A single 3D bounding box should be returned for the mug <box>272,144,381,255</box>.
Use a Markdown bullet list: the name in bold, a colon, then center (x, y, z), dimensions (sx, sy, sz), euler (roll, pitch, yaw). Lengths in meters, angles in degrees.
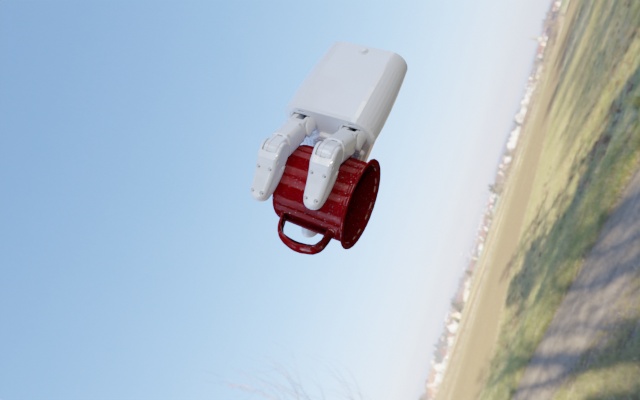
- **mug**: center (-0.001, 0.003, 0.473), dimensions (0.081, 0.117, 0.093), euler (19, -28, 21)
